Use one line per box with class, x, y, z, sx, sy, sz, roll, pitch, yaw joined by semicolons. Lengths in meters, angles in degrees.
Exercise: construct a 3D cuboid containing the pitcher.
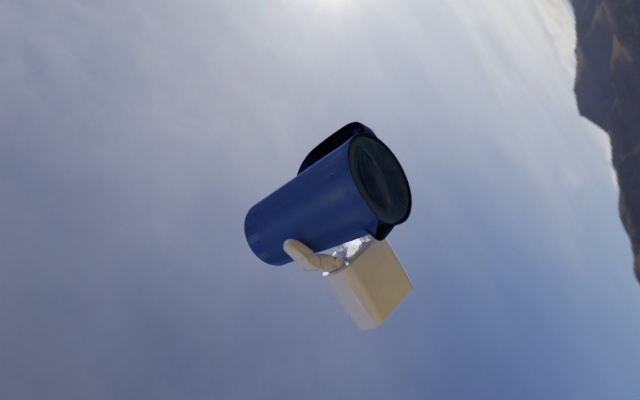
pitcher;0.000;0.002;0.703;0.243;0.145;0.149;-27;12;37
